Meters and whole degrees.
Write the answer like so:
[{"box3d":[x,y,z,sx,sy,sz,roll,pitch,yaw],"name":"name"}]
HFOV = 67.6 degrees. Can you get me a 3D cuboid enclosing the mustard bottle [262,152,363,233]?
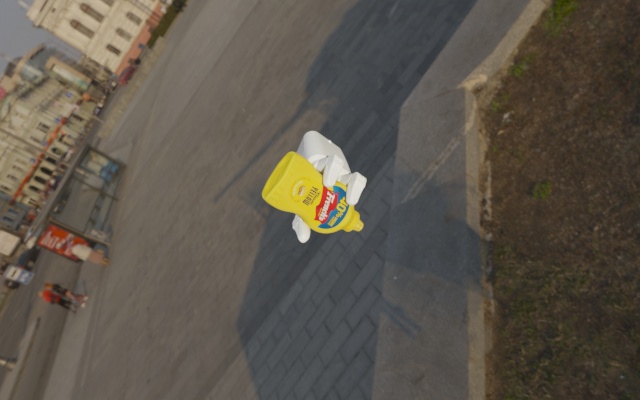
[{"box3d":[0.000,0.003,0.830,0.192,0.096,0.058,32,0,-27],"name":"mustard bottle"}]
